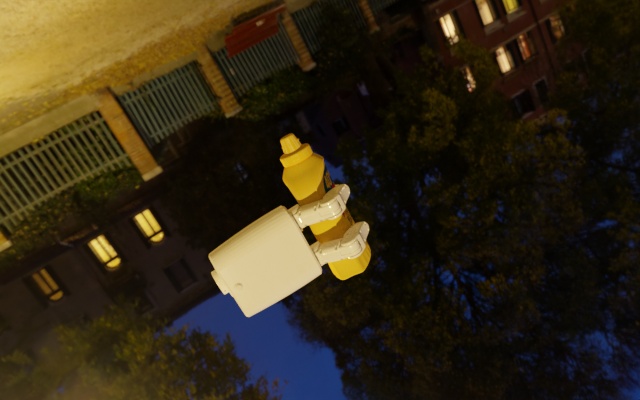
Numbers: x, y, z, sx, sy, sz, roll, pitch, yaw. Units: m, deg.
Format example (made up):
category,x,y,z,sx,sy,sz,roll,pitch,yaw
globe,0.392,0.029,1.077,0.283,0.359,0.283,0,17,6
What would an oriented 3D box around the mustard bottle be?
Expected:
category,x,y,z,sx,sy,sz,roll,pitch,yaw
mustard bottle,0.001,0.002,0.617,0.058,0.192,0.096,-25,17,12
